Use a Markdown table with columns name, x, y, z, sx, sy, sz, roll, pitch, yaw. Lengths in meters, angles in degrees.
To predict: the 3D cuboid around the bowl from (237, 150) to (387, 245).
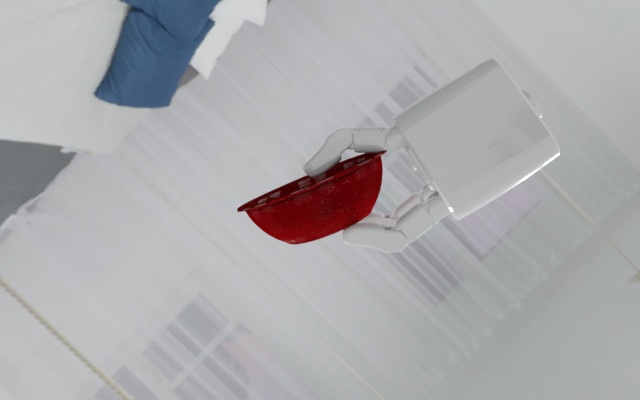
| name | x | y | z | sx | sy | sz | roll | pitch | yaw |
| --- | --- | --- | --- | --- | --- | --- | --- | --- | --- |
| bowl | -0.001 | 0.002 | 0.485 | 0.162 | 0.055 | 0.162 | -21 | 7 | 3 |
